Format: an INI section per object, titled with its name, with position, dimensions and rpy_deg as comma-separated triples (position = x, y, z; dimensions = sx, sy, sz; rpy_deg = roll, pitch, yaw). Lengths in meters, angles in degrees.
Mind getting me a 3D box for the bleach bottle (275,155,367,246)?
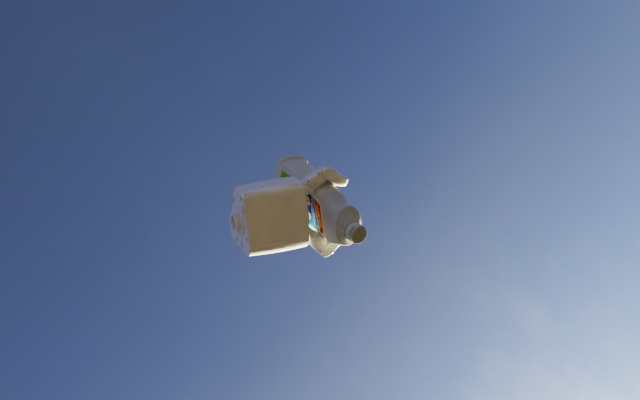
[bleach bottle]
position = 0.000, 0.003, 0.831
dimensions = 0.068, 0.103, 0.250
rpy_deg = -9, 25, -27
